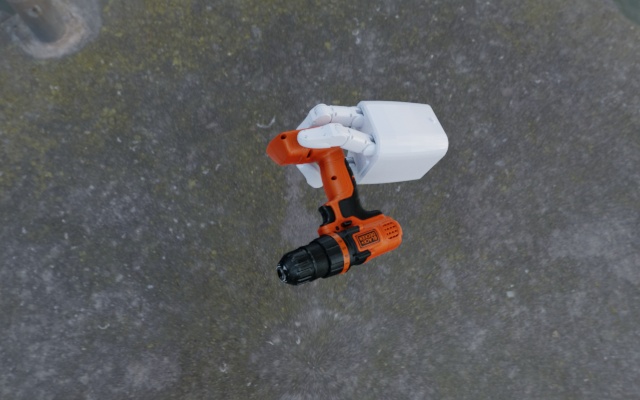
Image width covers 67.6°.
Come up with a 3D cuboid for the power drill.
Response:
[{"bbox_3d":[0.000,0.001,0.606,0.184,0.187,0.057,-15,-12,-36],"label":"power drill"}]
